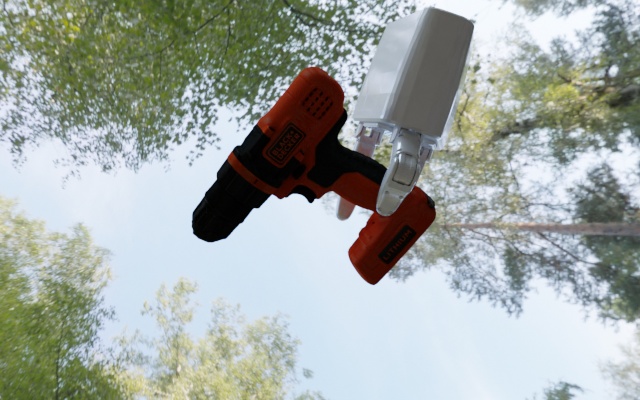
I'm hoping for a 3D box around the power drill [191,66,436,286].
[{"bbox_3d":[0.001,0.001,0.443,0.188,0.184,0.057,36,12,-24],"label":"power drill"}]
